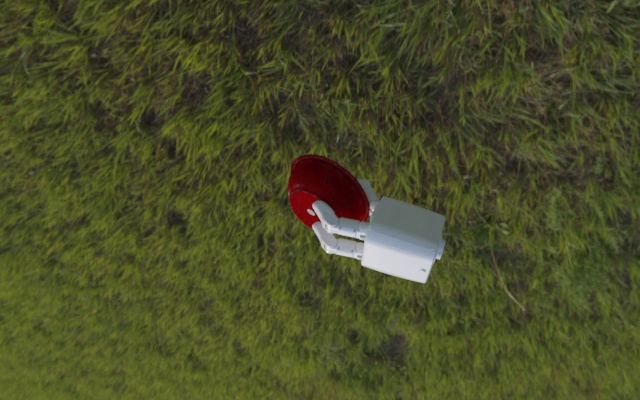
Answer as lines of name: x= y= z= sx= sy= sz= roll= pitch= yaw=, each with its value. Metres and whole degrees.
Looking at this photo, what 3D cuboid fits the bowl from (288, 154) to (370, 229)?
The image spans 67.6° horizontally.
bowl: x=-0.001 y=0.003 z=0.805 sx=0.162 sy=0.162 sz=0.055 roll=0 pitch=39 yaw=46
